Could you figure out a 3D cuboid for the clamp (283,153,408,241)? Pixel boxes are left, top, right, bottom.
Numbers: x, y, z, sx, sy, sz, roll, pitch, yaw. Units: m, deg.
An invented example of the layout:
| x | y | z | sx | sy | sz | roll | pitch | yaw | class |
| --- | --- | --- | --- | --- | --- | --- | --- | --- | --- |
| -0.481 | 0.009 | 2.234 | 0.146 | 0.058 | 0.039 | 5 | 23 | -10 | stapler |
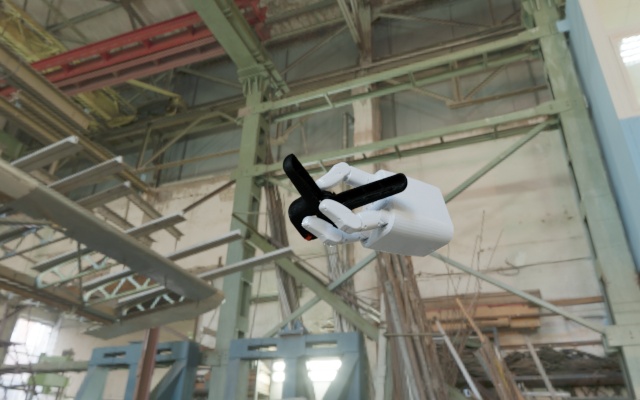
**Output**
| x | y | z | sx | sy | sz | roll | pitch | yaw | class |
| --- | --- | --- | --- | --- | --- | --- | --- | --- | --- |
| 0.000 | 0.002 | 0.672 | 0.164 | 0.036 | 0.210 | 13 | -31 | -20 | clamp |
